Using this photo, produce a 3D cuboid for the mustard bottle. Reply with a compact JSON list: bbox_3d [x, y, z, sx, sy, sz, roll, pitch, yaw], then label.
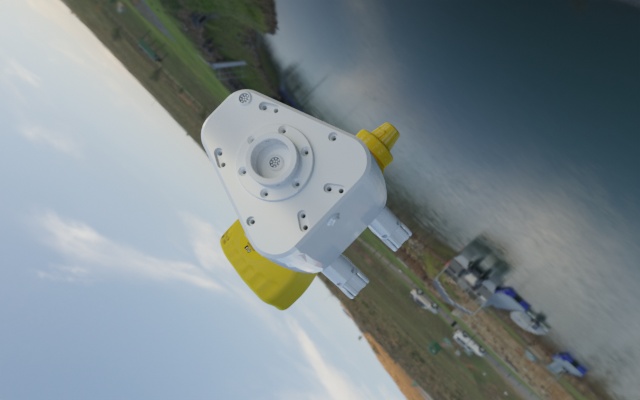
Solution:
[{"bbox_3d":[0.000,0.002,0.440,0.096,0.191,0.058,44,-1,40],"label":"mustard bottle"}]
